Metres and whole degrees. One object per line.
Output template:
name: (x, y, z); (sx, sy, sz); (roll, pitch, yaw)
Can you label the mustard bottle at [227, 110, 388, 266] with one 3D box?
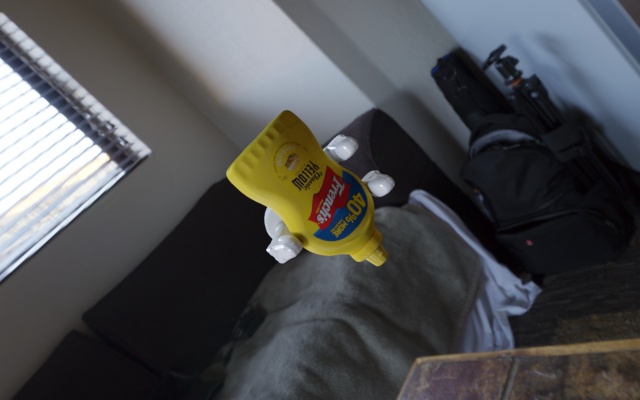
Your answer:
mustard bottle: (0.000, 0.001, 0.511); (0.191, 0.096, 0.058); (44, -23, -10)
